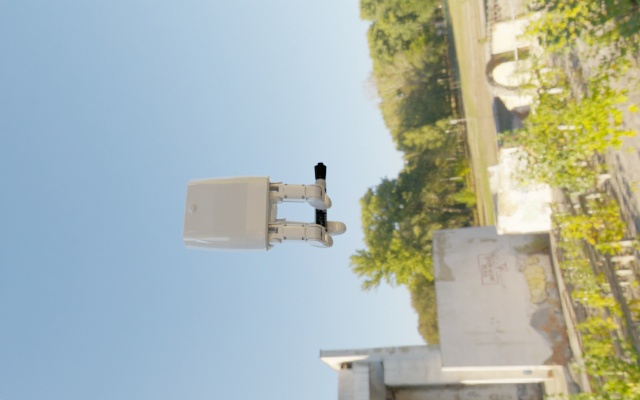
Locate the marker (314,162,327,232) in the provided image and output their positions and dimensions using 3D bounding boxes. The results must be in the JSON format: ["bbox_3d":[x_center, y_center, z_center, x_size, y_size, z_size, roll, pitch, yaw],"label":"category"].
[{"bbox_3d":[0.000,0.002,0.671,0.020,0.121,0.020,0,-20,0],"label":"marker"}]
